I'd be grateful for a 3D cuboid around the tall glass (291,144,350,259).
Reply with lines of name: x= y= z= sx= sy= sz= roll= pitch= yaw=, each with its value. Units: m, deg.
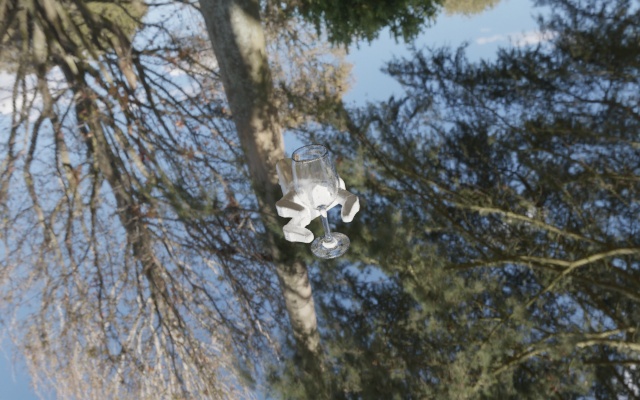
tall glass: x=0.000 y=0.003 z=0.841 sx=0.079 sy=0.201 sz=0.079 roll=-9 pitch=34 yaw=6
